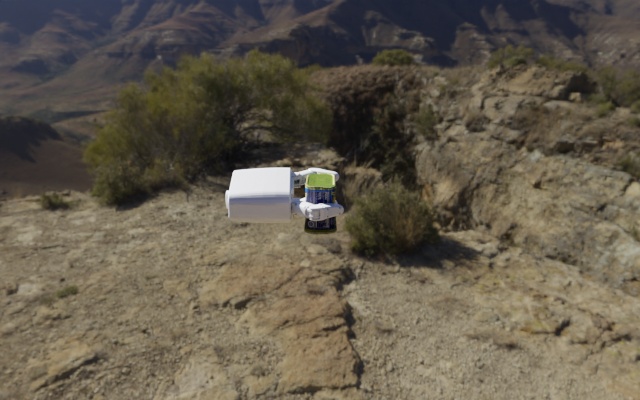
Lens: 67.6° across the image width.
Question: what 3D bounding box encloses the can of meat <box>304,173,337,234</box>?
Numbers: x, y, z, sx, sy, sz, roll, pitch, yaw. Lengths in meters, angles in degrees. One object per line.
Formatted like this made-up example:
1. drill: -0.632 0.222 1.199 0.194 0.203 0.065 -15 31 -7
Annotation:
1. can of meat: 0.000 0.002 0.845 0.057 0.084 0.102 0 18 0
